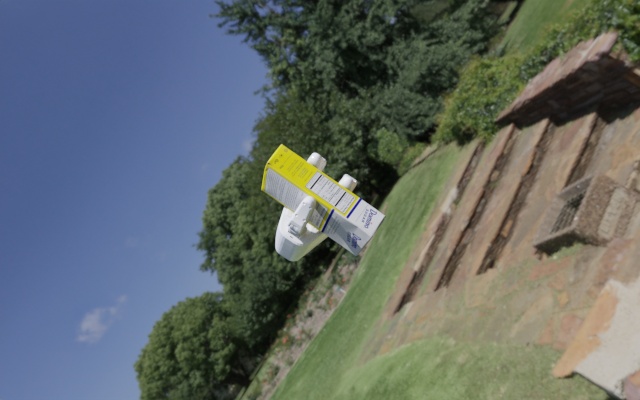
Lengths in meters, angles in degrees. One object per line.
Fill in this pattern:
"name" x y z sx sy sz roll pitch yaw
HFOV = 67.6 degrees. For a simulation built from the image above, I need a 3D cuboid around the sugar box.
"sugar box" 0.000 0.002 0.682 0.176 0.048 0.093 33 -24 4
